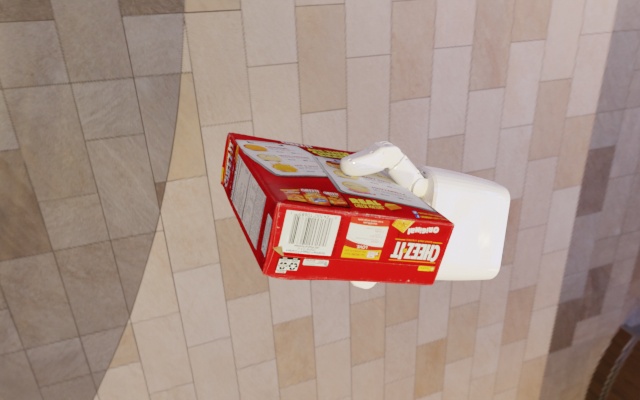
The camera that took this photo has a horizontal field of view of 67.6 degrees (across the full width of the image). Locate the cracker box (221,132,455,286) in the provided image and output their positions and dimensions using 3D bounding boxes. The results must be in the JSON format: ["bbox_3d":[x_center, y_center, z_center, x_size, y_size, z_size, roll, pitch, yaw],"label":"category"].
[{"bbox_3d":[0.000,0.001,0.476,0.164,0.072,0.213,7,19,-24],"label":"cracker box"}]
